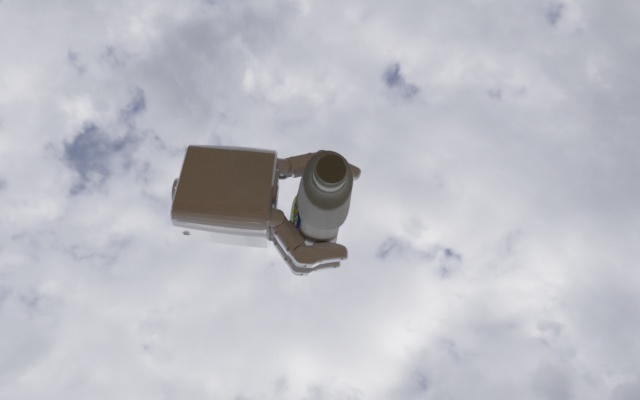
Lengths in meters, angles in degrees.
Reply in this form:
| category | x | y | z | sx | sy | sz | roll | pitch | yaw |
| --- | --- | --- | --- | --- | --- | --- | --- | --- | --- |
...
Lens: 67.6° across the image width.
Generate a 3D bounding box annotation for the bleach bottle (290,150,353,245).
| category | x | y | z | sx | sy | sz | roll | pitch | yaw |
| --- | --- | --- | --- | --- | --- | --- | --- | --- | --- |
| bleach bottle | 0.000 | 0.002 | 0.549 | 0.068 | 0.102 | 0.251 | 6 | -18 | -3 |
